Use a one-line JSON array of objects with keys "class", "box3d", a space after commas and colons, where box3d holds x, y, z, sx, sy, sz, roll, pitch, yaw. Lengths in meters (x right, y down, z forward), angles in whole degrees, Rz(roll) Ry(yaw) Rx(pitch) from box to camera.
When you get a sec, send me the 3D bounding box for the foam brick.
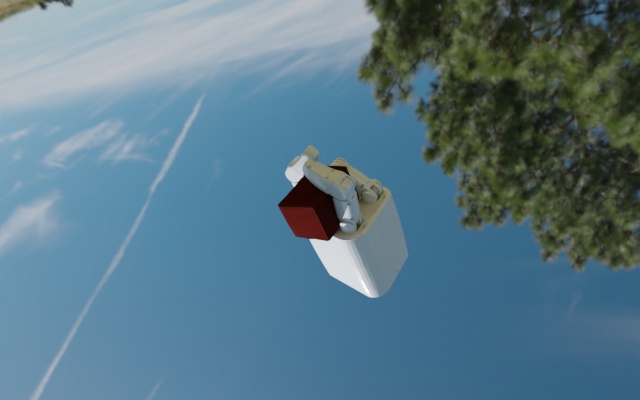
[{"class": "foam brick", "box3d": [0.000, 0.002, 0.552, 0.053, 0.051, 0.078, 5, 41, 37]}]
